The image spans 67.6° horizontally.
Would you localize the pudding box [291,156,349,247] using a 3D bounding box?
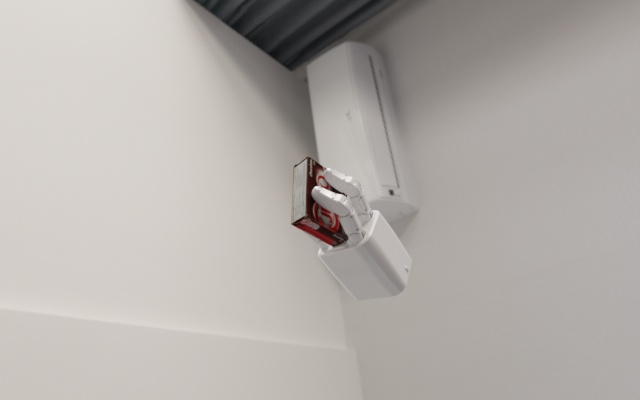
[{"bbox_3d":[0.000,0.002,0.722,0.039,0.113,0.090,-30,-45,32],"label":"pudding box"}]
